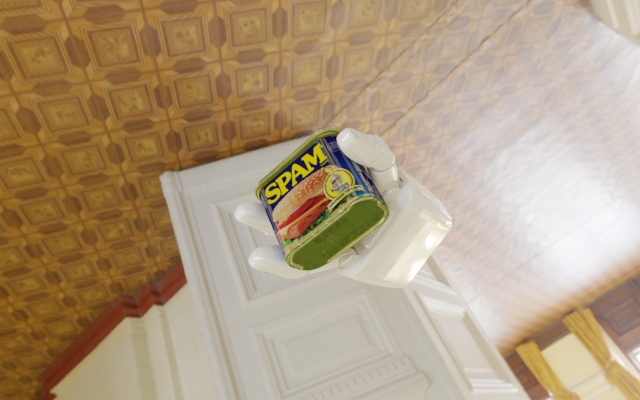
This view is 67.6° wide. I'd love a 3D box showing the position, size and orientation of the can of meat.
[{"bbox_3d":[0.000,0.002,0.422,0.102,0.084,0.057,-39,-37,17],"label":"can of meat"}]
